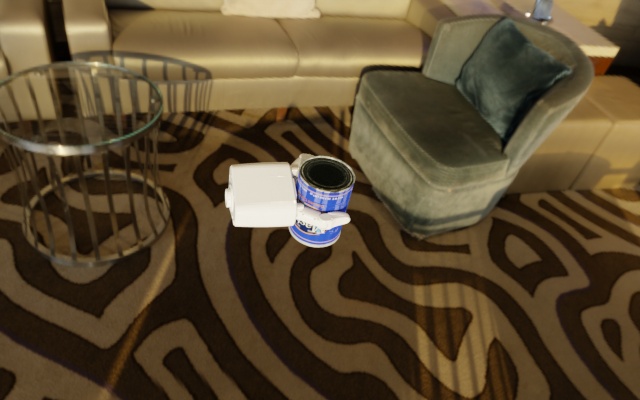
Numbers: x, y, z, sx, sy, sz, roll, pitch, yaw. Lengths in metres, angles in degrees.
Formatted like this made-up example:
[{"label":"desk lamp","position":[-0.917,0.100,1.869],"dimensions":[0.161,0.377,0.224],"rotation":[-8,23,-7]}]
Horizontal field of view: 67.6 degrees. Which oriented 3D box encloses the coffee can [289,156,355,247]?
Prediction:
[{"label":"coffee can","position":[0.000,0.003,0.891],"dimensions":[0.103,0.140,0.102],"rotation":[7,41,-6]}]
